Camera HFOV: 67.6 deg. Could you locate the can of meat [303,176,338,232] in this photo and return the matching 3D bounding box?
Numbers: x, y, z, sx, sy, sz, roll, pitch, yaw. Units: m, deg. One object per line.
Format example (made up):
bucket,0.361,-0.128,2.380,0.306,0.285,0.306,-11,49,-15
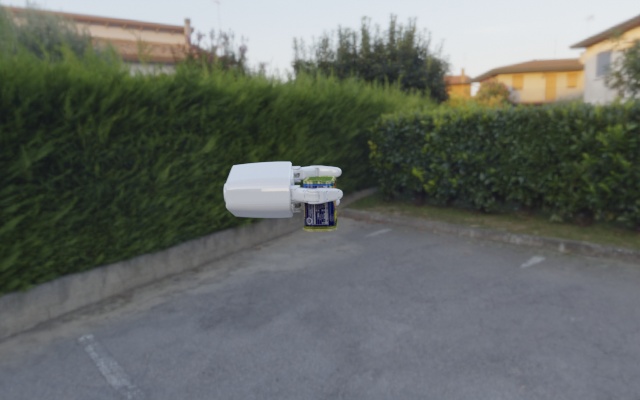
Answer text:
can of meat,0.000,0.002,0.822,0.057,0.084,0.102,-1,8,4
